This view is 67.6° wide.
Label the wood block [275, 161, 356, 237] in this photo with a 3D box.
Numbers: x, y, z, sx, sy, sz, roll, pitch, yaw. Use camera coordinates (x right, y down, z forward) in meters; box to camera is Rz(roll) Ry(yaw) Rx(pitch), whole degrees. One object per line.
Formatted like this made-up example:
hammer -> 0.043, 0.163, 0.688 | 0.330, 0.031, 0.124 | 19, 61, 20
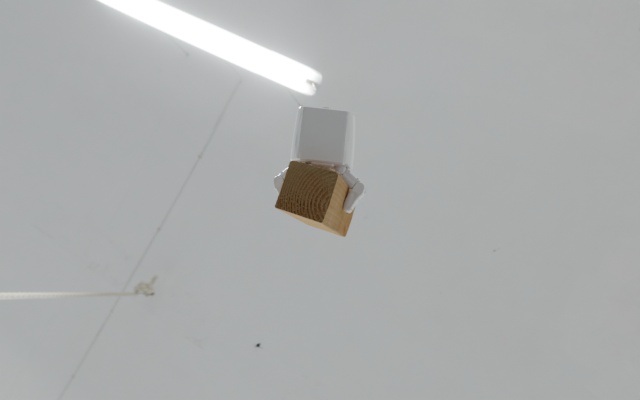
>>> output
wood block -> 0.001, 0.003, 0.891 | 0.091, 0.090, 0.206 | 17, -6, 17
